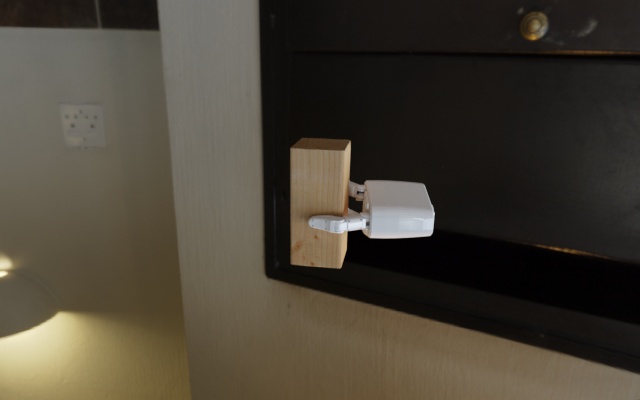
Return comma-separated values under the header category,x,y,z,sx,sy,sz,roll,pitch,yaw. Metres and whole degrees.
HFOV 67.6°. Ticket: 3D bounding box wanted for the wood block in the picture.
category,x,y,z,sx,sy,sz,roll,pitch,yaw
wood block,0.000,0.003,0.827,0.090,0.206,0.090,4,18,9
